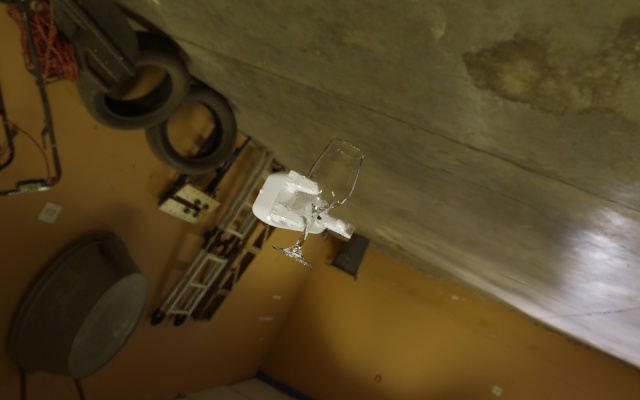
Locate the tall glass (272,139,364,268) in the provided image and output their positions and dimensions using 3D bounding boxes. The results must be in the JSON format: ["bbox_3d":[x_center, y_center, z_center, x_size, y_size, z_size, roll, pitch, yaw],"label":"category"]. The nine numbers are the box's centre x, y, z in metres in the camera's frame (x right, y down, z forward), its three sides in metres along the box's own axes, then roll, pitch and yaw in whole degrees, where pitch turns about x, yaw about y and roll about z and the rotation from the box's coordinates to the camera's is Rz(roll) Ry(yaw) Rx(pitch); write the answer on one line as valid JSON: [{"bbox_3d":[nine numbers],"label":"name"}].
[{"bbox_3d":[0.000,0.003,0.774,0.079,0.201,0.079,26,-7,4],"label":"tall glass"}]
